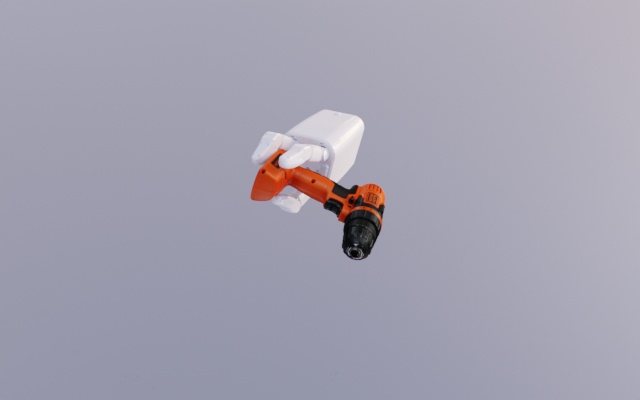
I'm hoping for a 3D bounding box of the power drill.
[{"bbox_3d":[0.000,0.002,0.680,0.187,0.057,0.184,24,26,2],"label":"power drill"}]
